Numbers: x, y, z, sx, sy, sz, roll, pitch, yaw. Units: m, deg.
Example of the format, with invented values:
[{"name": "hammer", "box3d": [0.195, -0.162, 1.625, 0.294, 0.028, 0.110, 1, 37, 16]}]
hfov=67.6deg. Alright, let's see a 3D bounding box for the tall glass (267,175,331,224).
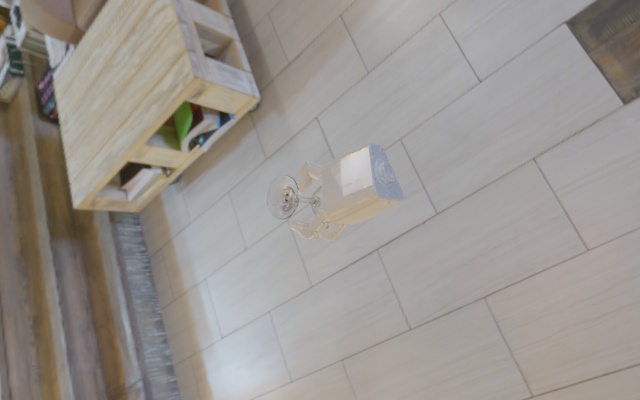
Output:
[{"name": "tall glass", "box3d": [0.000, 0.003, 0.870, 0.079, 0.079, 0.201, 0, -5, 39]}]
